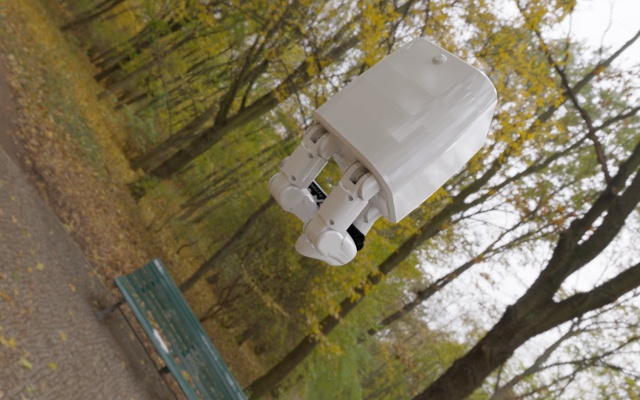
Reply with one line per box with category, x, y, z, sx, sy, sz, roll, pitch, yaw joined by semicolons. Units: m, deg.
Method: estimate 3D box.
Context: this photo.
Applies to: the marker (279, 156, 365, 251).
marker;0.000;0.001;0.422;0.020;0.020;0.121;0;37;-41
